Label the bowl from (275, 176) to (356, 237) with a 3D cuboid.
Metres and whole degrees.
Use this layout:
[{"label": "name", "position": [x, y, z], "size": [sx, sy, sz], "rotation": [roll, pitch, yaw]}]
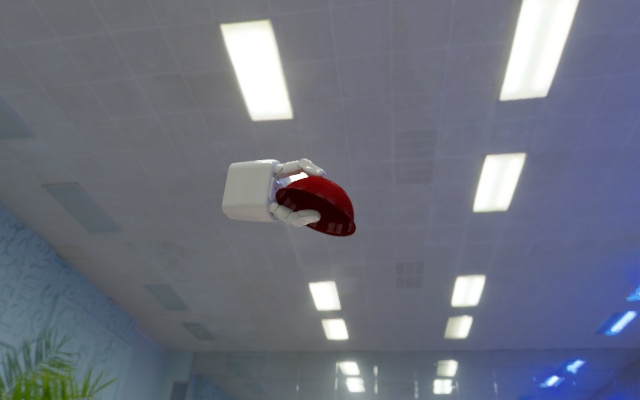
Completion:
[{"label": "bowl", "position": [0.002, 0.003, 0.885], "size": [0.162, 0.055, 0.162], "rotation": [22, -24, 10]}]
